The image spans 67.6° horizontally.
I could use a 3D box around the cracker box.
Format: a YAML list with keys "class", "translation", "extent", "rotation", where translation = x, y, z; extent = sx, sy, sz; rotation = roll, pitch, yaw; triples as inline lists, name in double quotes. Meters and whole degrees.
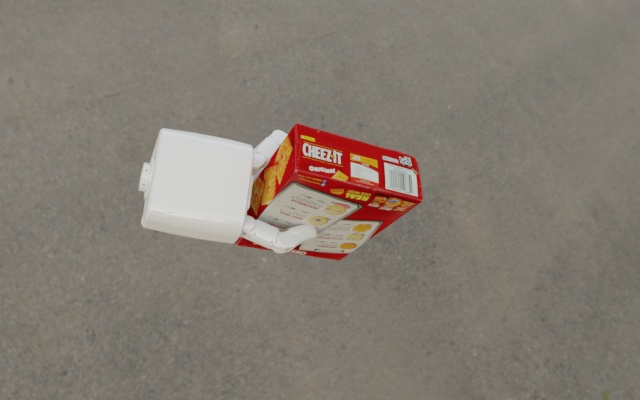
- class: "cracker box"
  translation: [0.000, 0.002, 0.614]
  extent: [0.164, 0.072, 0.214]
  rotation: [12, -30, -23]
